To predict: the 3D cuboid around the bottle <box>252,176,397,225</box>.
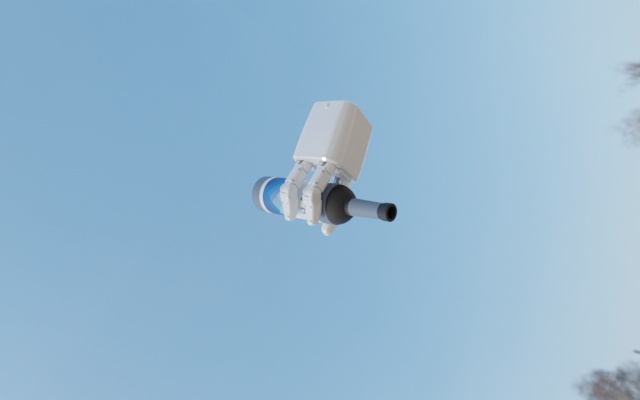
[{"bbox_3d":[0.000,0.003,0.790,0.069,0.069,0.295,0,6,-44],"label":"bottle"}]
